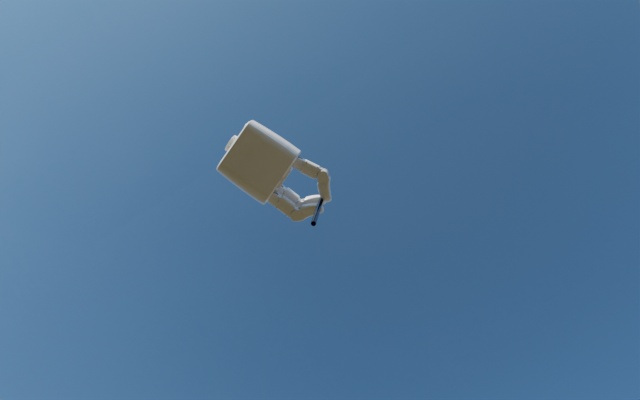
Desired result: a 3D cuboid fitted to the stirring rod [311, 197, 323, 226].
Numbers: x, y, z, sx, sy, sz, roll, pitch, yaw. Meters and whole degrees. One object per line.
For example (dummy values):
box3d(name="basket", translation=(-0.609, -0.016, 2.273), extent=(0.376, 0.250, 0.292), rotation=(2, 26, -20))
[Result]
box3d(name="stirring rod", translation=(0.000, 0.003, 0.844), extent=(0.011, 0.011, 0.239), rotation=(0, 16, 5))
